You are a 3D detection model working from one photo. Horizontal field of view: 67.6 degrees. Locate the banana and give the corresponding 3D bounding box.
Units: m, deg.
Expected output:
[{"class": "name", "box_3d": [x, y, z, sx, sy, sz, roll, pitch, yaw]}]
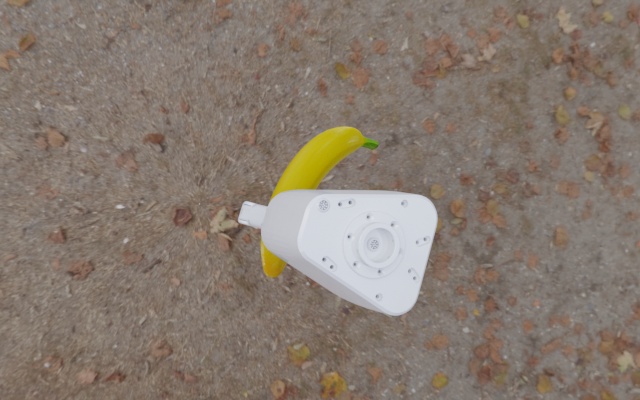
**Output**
[{"class": "banana", "box_3d": [-0.011, -0.013, 0.504, 0.070, 0.197, 0.037, 44, -16, -18]}]
